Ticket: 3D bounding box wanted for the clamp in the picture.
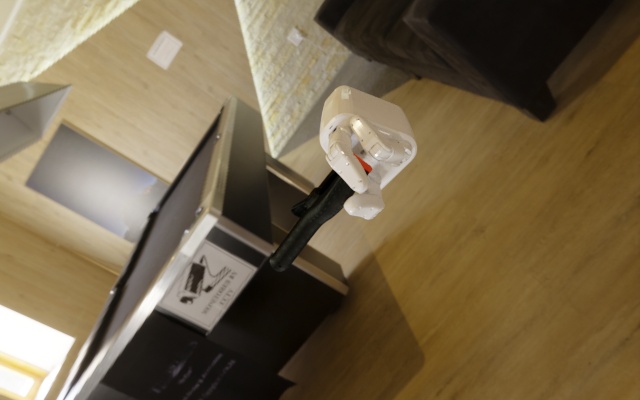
[{"bbox_3d":[0.000,0.002,0.587,0.039,0.171,0.120,34,28,-19],"label":"clamp"}]
